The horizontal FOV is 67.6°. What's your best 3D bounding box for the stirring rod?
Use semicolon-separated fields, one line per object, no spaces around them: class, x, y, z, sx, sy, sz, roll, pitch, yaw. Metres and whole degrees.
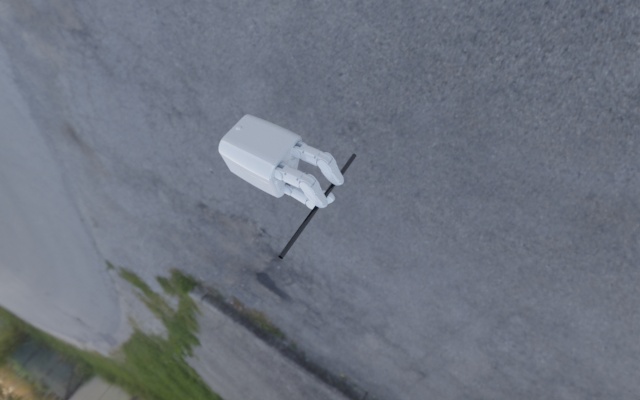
stirring rod;0.000;0.002;0.774;0.011;0.011;0.239;0;43;43
